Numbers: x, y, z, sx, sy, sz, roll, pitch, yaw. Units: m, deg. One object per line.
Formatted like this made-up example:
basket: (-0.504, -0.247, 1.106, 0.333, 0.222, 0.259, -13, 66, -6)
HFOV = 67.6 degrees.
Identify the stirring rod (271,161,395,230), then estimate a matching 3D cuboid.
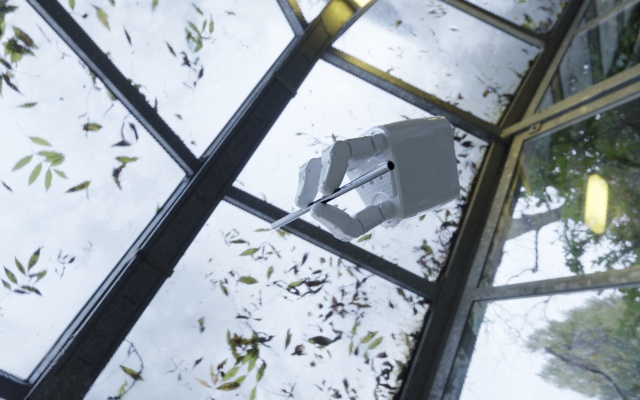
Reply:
stirring rod: (0.000, 0.002, 0.499, 0.011, 0.011, 0.239, 0, -15, -30)
